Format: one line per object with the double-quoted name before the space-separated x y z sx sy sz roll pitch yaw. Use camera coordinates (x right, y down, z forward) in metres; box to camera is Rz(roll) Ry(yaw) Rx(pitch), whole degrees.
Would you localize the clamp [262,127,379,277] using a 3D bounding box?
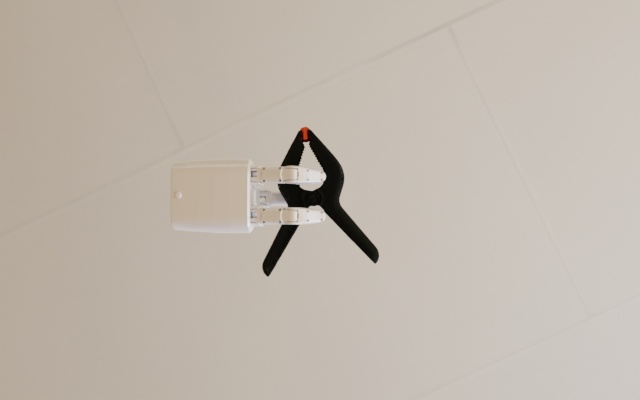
"clamp" 0.000 0.002 0.676 0.164 0.210 0.036 0 -2 -1
